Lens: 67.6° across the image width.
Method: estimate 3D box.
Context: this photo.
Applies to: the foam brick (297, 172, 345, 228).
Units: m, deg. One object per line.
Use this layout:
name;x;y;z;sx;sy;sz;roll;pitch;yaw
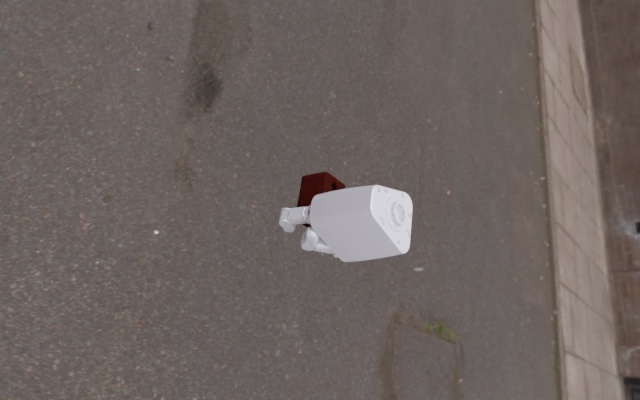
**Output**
foam brick;0.000;0.002;0.744;0.051;0.078;0.053;-12;-31;39
